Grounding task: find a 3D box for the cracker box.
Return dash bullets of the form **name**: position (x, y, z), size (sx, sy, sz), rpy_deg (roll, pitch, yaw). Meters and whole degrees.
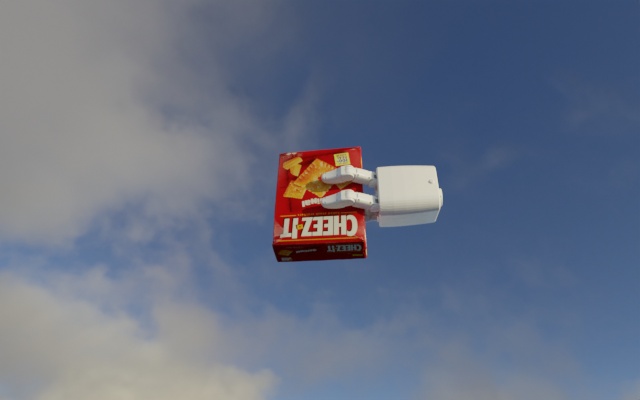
- **cracker box**: position (0.000, 0.003, 0.892), size (0.164, 0.213, 0.072), rpy_deg (-4, -36, 6)
